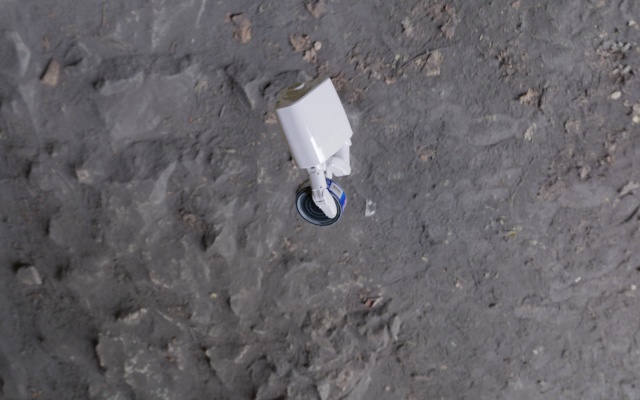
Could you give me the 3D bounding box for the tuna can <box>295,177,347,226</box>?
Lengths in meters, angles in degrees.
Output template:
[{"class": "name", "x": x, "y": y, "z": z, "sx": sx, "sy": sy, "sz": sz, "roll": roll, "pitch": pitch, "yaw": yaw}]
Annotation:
[{"class": "tuna can", "x": 0.000, "y": 0.003, "z": 0.822, "sx": 0.086, "sy": 0.086, "sz": 0.033, "roll": 0, "pitch": 37, "yaw": 19}]
